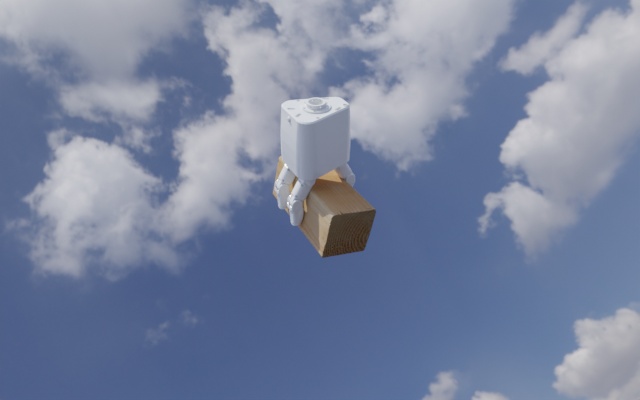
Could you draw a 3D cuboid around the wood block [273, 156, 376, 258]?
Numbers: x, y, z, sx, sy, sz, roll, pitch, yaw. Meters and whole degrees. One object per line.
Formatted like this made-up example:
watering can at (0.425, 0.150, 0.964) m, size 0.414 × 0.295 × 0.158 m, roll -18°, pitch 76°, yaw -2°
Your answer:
wood block at (0.000, 0.002, 0.871) m, size 0.091 × 0.090 × 0.206 m, roll -6°, pitch 35°, yaw -30°
